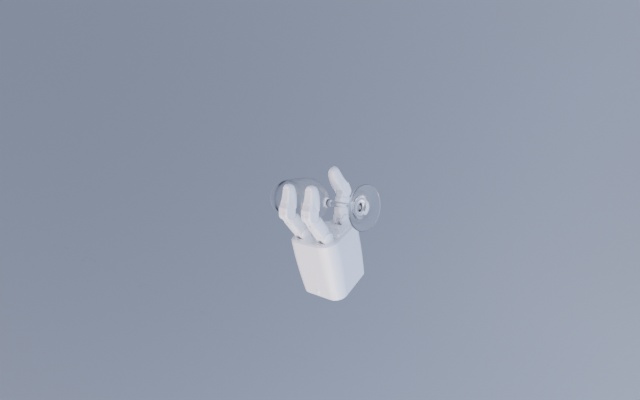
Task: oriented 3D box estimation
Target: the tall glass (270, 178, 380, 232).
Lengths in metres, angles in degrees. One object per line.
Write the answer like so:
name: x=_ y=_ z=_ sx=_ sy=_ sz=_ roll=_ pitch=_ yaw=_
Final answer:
tall glass: x=0.001 y=0.003 z=0.807 sx=0.079 sy=0.079 sz=0.201 roll=0 pitch=6 yaw=-44
